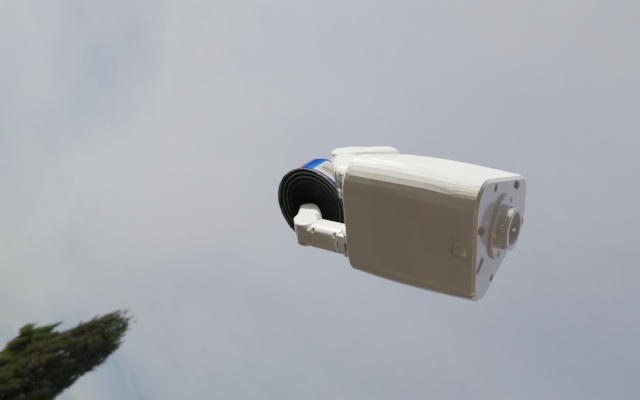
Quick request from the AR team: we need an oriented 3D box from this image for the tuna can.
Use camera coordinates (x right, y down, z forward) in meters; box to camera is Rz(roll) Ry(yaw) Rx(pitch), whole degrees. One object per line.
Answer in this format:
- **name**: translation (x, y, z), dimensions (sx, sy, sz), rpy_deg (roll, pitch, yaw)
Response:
- **tuna can**: translation (0.000, 0.001, 0.485), dimensions (0.086, 0.086, 0.033), rpy_deg (0, 24, 39)
